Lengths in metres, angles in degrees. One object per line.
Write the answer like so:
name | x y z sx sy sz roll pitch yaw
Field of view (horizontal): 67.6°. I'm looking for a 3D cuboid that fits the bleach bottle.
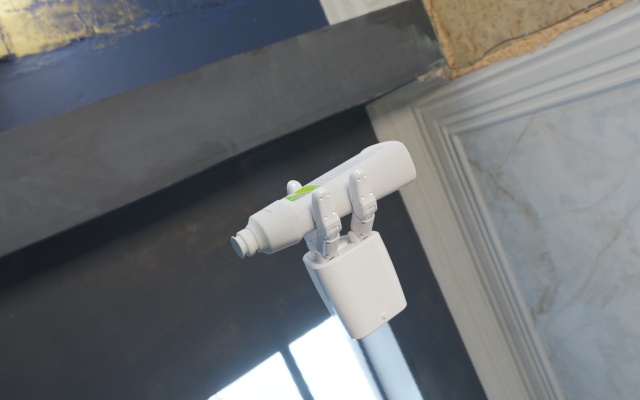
bleach bottle | 0.000 0.002 0.607 0.251 0.068 0.102 -28 8 -26
